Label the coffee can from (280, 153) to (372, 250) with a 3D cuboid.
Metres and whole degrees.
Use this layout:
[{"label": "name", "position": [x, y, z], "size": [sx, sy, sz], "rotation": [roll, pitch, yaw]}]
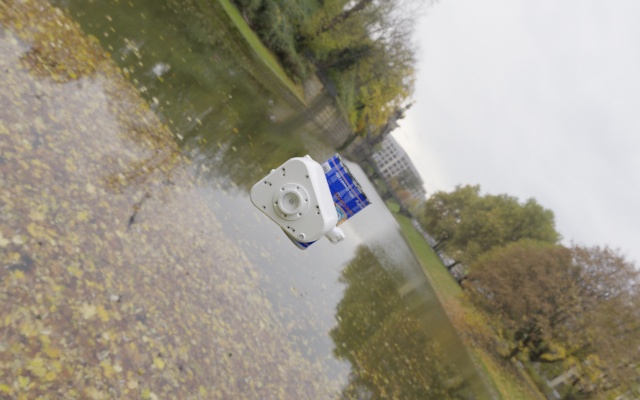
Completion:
[{"label": "coffee can", "position": [0.000, 0.003, 0.802], "size": [0.140, 0.103, 0.103], "rotation": [-35, -5, 7]}]
